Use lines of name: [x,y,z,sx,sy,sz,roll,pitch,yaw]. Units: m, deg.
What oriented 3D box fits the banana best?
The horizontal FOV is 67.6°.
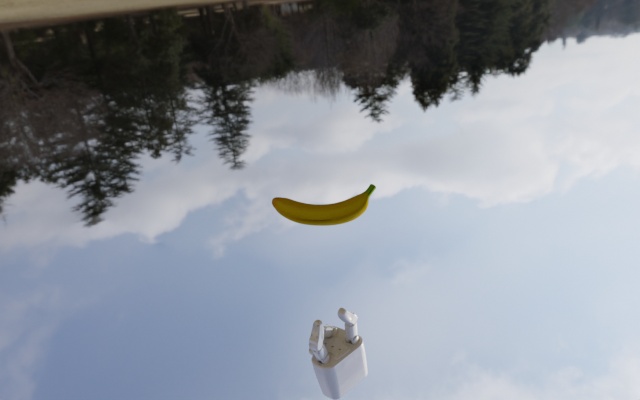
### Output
banana: [0.000,0.015,0.839,0.198,0.037,0.069,-6,41,18]
